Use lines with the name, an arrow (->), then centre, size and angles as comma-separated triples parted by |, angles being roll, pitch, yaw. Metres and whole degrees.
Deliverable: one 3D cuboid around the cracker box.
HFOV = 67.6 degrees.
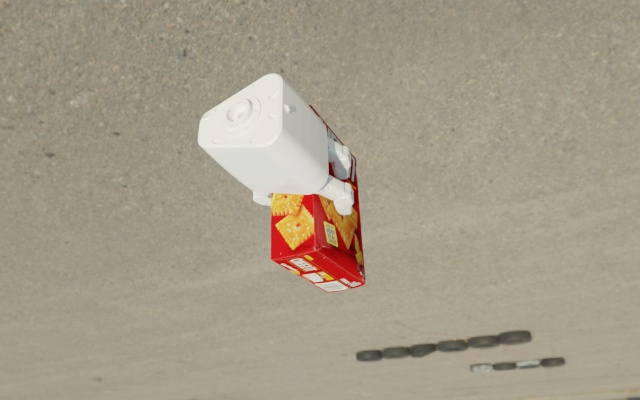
cracker box -> 0.000, 0.002, 0.664 | 0.072, 0.213, 0.164 | -14, -30, 22
